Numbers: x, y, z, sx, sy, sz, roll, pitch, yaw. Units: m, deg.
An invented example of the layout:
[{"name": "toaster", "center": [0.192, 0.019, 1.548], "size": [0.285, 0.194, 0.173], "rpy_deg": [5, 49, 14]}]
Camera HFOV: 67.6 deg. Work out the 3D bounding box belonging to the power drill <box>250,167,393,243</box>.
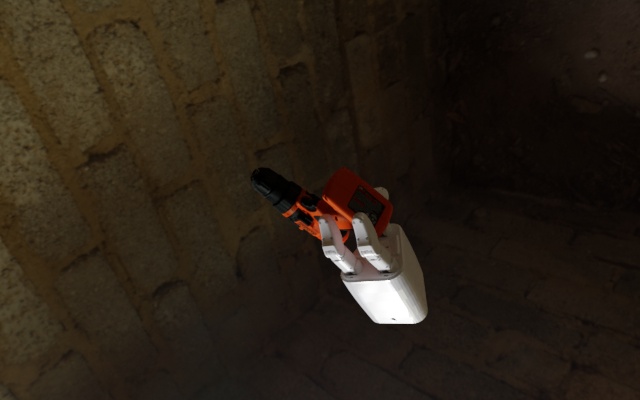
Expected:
[{"name": "power drill", "center": [0.000, 0.002, 0.689], "size": [0.184, 0.057, 0.187], "rpy_deg": [35, -19, -20]}]
